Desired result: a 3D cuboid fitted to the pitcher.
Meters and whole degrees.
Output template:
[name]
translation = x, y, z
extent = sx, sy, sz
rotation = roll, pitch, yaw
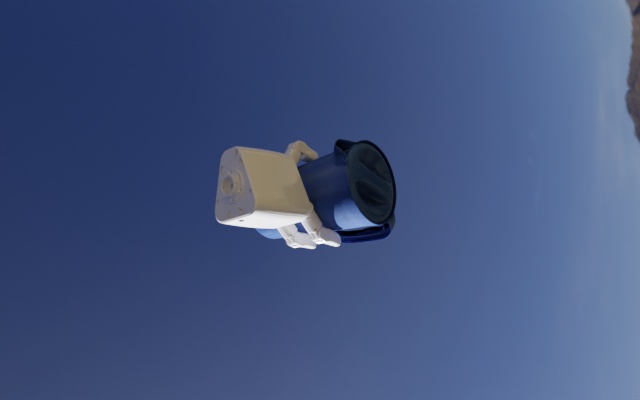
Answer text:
[pitcher]
translation = 0.000, 0.003, 0.803
extent = 0.243, 0.149, 0.145
rotation = -15, -13, 39
